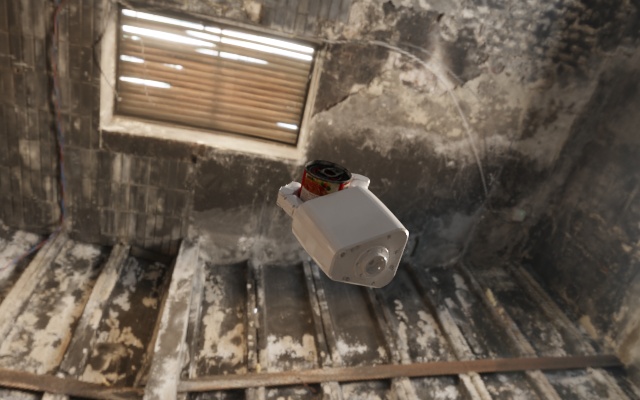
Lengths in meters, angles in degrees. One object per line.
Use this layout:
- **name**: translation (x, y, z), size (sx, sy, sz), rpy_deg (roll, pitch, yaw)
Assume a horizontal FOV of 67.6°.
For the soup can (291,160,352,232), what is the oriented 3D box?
- **soup can**: translation (0.000, 0.002, 0.685), size (0.068, 0.102, 0.068), rpy_deg (12, 26, -6)
